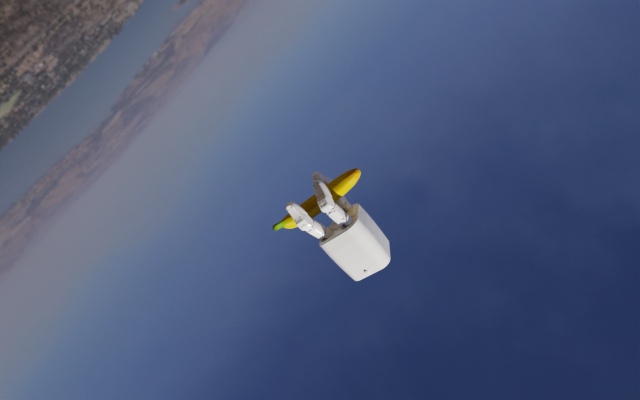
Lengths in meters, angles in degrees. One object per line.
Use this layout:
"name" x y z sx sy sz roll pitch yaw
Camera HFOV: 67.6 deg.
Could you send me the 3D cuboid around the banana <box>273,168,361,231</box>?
"banana" 0.000 0.002 0.915 0.198 0.037 0.069 -36 3 11
